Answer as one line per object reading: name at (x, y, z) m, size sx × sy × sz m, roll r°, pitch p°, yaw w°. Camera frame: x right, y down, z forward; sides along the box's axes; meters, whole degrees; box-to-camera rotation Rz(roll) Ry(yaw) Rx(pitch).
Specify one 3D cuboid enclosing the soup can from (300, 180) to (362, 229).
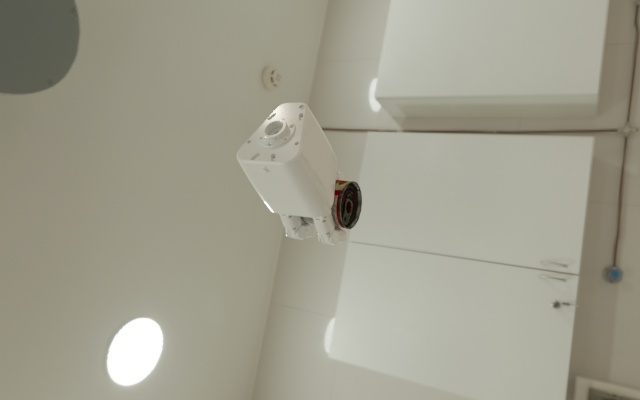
soup can at (0.000, 0.002, 0.694) m, size 0.102 × 0.068 × 0.068 m, roll 6°, pitch 3°, yaw 29°
